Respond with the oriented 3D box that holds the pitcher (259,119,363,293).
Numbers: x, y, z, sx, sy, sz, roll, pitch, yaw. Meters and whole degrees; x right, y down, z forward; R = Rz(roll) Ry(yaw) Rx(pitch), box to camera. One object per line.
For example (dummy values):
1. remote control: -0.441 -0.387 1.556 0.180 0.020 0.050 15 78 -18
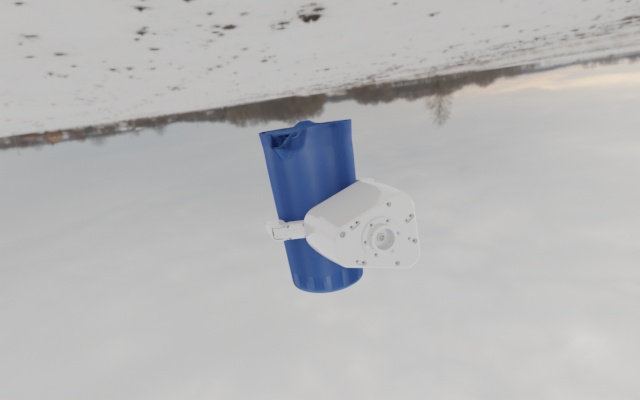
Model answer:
1. pitcher: 0.000 0.002 0.708 0.149 0.243 0.145 -12 12 -17
